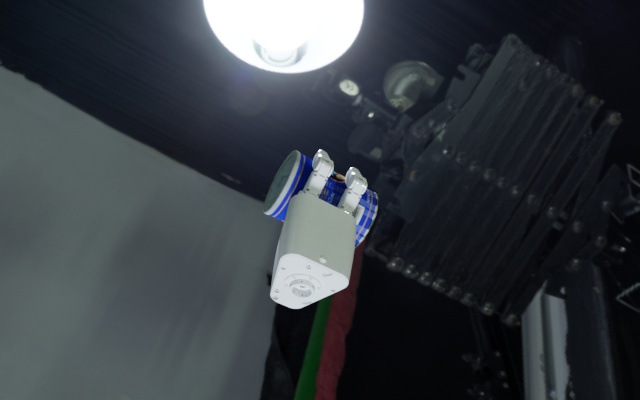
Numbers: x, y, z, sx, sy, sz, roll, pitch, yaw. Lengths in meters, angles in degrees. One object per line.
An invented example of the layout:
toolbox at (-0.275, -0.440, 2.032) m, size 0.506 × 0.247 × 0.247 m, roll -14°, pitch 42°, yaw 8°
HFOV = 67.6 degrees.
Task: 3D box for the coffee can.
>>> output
coffee can at (0.000, 0.002, 0.712) m, size 0.140 × 0.103 × 0.103 m, roll 27°, pitch -8°, yaw -16°
